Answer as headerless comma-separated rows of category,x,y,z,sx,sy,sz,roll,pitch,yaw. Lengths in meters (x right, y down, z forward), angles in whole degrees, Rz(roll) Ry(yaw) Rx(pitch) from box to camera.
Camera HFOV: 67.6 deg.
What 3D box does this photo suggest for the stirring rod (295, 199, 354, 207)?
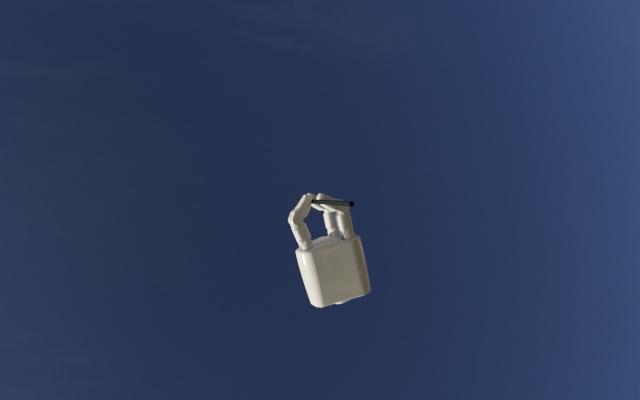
stirring rod,0.000,0.003,0.813,0.011,0.011,0.239,0,1,-22
